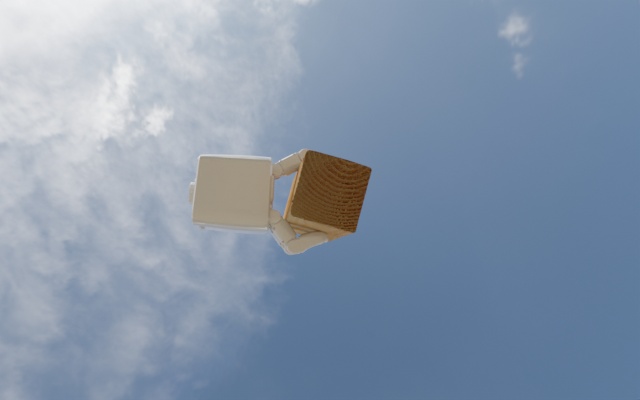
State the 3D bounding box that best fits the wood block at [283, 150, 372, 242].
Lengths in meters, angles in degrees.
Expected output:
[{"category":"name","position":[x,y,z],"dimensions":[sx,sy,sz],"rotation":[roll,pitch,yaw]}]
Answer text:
[{"category":"wood block","position":[0.000,0.002,0.704],"dimensions":[0.090,0.091,0.206],"rotation":[16,-10,-6]}]
